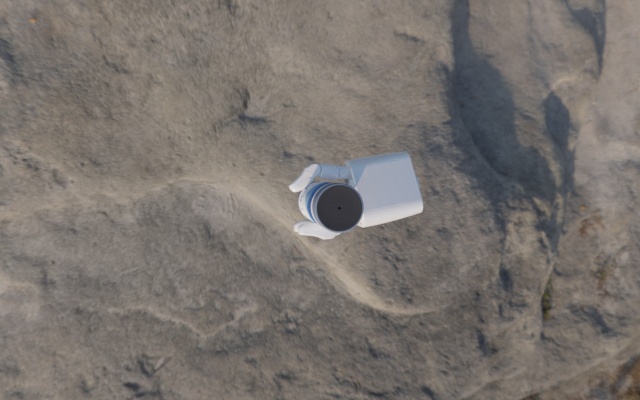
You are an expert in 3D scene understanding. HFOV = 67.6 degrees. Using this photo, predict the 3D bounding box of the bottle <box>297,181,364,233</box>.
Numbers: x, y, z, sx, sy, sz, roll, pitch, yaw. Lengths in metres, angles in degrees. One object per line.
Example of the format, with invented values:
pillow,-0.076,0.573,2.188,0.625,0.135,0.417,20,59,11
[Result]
bottle,0.000,0.003,0.775,0.069,0.069,0.295,0,3,-10
